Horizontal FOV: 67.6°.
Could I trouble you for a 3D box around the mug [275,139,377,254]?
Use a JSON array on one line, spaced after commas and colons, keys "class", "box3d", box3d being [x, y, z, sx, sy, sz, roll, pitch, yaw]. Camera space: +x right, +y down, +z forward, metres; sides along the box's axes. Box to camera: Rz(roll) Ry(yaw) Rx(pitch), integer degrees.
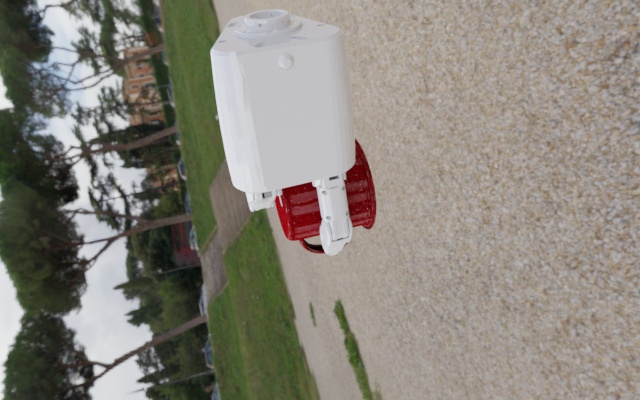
[{"class": "mug", "box3d": [0.000, 0.003, 0.465, 0.081, 0.117, 0.093, -13, 33, -11]}]
